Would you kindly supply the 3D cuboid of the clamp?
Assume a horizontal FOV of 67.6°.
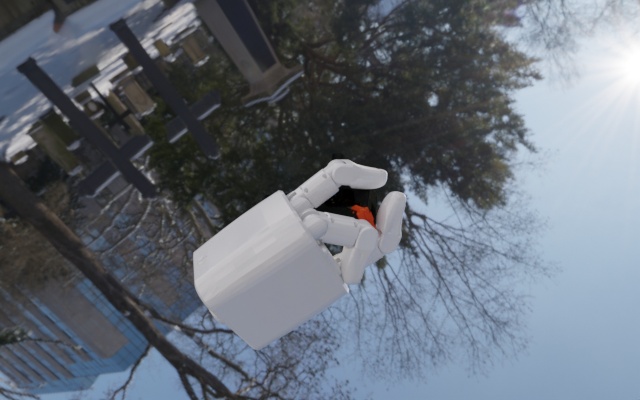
[{"bbox_3d":[0.001,0.002,0.518,0.120,0.039,0.171,-34,24,-3],"label":"clamp"}]
